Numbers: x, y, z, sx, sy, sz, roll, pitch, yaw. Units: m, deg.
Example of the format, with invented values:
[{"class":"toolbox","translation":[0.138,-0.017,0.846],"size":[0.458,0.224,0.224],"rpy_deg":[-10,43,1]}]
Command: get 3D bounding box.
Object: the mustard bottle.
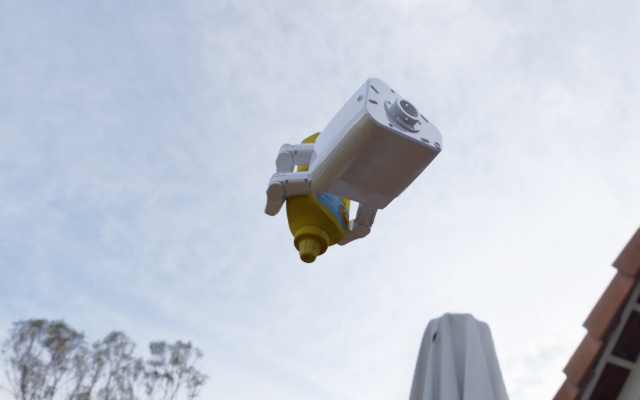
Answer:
[{"class":"mustard bottle","translation":[0.000,0.002,0.602],"size":[0.058,0.096,0.191],"rpy_deg":[-23,33,27]}]
